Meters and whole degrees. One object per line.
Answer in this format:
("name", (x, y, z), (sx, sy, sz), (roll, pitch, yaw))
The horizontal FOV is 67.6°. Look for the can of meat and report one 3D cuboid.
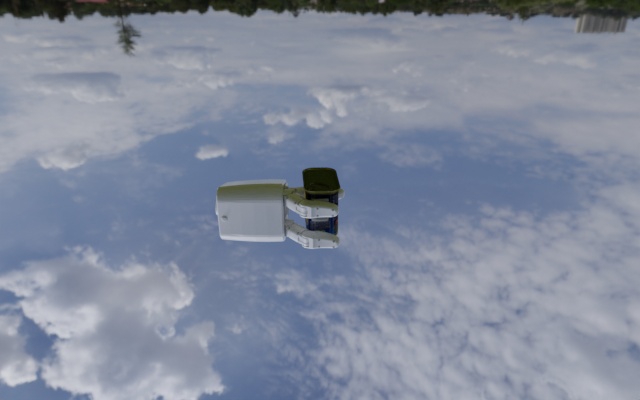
("can of meat", (0.000, 0.003, 0.784), (0.057, 0.084, 0.102), (-2, 25, -4))
